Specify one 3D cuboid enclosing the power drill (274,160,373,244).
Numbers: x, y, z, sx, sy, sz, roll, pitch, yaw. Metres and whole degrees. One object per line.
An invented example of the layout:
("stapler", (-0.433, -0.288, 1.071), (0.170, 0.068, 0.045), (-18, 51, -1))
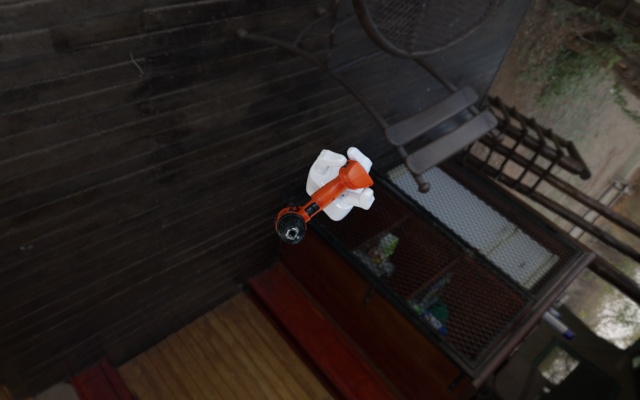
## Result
("power drill", (0.001, 0.003, 0.848), (0.187, 0.057, 0.184), (-36, 10, -2))
